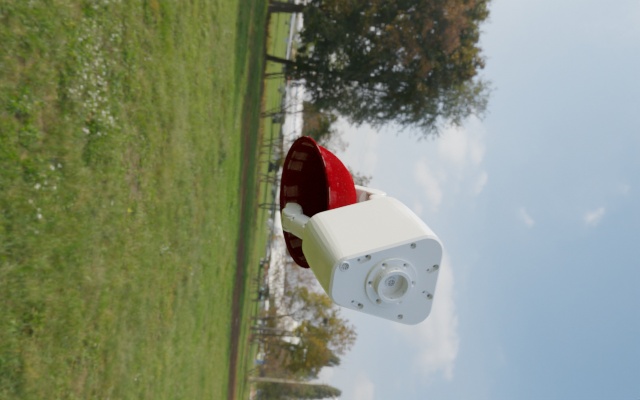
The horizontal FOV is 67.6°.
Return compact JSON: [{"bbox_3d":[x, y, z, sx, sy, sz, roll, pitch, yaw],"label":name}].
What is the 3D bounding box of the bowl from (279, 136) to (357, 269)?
[{"bbox_3d":[0.000,0.001,0.597,0.055,0.162,0.162,-1,0,-25],"label":"bowl"}]
